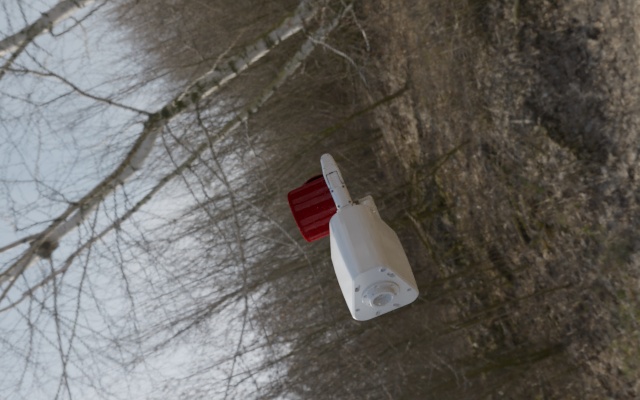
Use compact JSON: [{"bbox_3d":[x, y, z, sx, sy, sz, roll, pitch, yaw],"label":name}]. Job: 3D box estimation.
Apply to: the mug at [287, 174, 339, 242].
[{"bbox_3d":[0.000,0.001,0.712,0.081,0.093,0.117,-23,43,4],"label":"mug"}]
